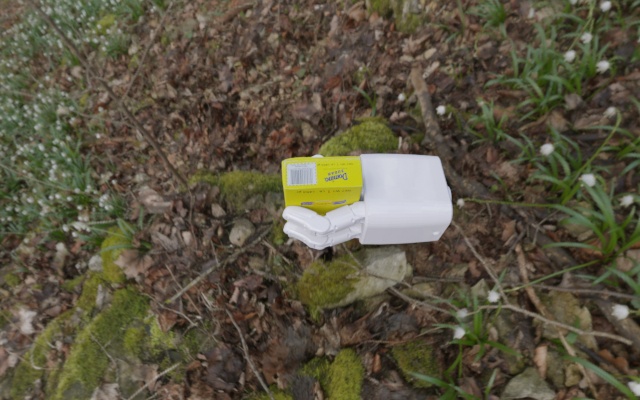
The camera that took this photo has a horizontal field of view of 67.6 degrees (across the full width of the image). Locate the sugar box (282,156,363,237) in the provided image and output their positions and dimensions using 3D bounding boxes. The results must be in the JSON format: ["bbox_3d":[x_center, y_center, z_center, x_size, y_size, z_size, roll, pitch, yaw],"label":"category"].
[{"bbox_3d":[0.000,0.003,0.623,0.093,0.048,0.176,-1,-25,-2],"label":"sugar box"}]
